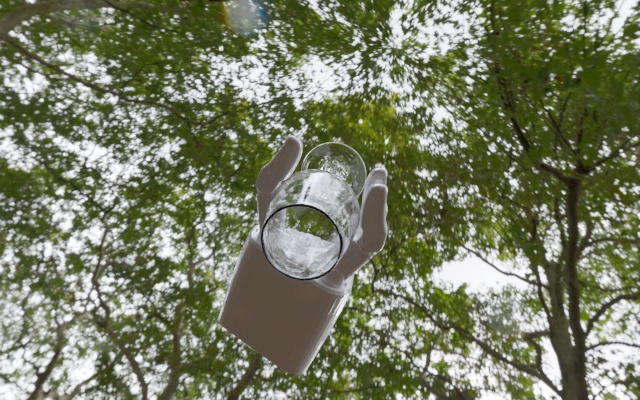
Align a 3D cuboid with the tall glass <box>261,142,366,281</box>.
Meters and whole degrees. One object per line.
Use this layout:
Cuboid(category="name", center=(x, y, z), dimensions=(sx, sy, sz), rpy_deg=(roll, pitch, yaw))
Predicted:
Cuboid(category="tall glass", center=(0.000, 0.001, 0.445), dimensions=(0.079, 0.079, 0.201), rpy_deg=(0, 18, 9))
